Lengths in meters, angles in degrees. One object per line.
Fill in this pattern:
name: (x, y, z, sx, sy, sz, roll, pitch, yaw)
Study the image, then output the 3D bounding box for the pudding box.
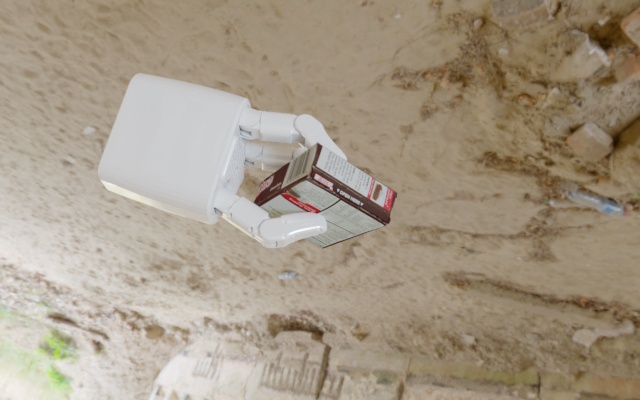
pudding box: (0.000, 0.002, 0.443, 0.090, 0.039, 0.113, 29, -28, -22)
